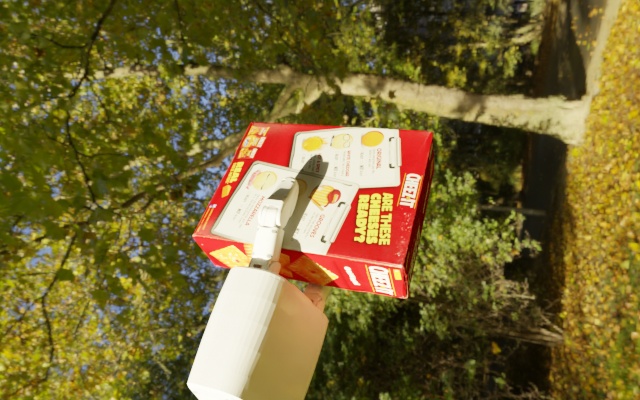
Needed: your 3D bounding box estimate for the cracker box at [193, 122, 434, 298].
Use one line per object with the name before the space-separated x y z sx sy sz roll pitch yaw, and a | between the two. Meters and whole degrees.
cracker box | 0.000 0.002 0.503 0.213 0.164 0.072 7 -35 20
